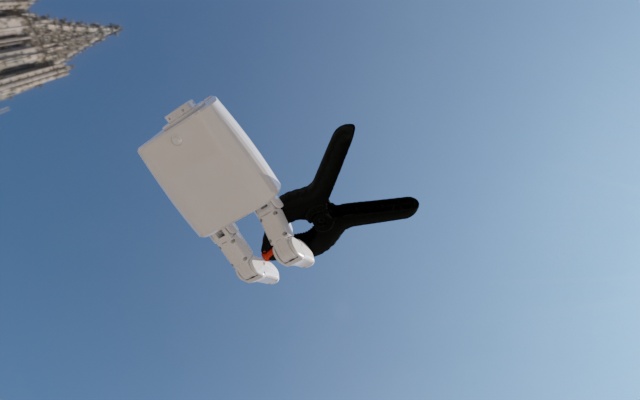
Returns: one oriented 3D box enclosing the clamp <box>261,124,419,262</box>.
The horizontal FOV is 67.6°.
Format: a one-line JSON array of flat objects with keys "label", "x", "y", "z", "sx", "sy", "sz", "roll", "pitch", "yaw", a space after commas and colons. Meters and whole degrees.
[{"label": "clamp", "x": 0.000, "y": 0.001, "z": 0.485, "sx": 0.171, "sy": 0.120, "sz": 0.039, "roll": -28, "pitch": 21, "yaw": 14}]
